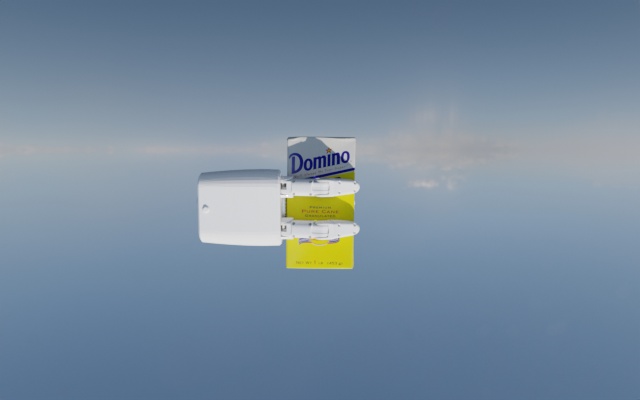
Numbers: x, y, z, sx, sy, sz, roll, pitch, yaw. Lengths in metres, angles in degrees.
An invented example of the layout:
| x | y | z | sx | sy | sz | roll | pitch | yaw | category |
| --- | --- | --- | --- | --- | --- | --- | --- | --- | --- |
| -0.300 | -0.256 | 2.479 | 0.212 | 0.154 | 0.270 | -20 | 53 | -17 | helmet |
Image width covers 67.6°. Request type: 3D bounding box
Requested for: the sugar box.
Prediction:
| x | y | z | sx | sy | sz | roll | pitch | yaw | category |
| --- | --- | --- | --- | --- | --- | --- | --- | --- | --- |
| 0.000 | 0.002 | 0.649 | 0.093 | 0.176 | 0.048 | 0 | 6 | -1 | sugar box |
